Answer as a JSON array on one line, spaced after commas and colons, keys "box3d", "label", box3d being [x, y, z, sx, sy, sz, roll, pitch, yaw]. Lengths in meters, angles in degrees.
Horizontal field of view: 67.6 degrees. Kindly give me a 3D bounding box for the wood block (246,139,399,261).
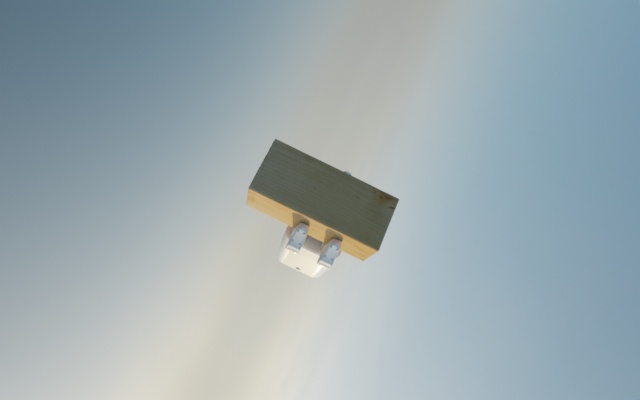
[{"box3d": [0.000, 0.002, 0.732, 0.206, 0.090, 0.090, 26, -21, -2], "label": "wood block"}]
